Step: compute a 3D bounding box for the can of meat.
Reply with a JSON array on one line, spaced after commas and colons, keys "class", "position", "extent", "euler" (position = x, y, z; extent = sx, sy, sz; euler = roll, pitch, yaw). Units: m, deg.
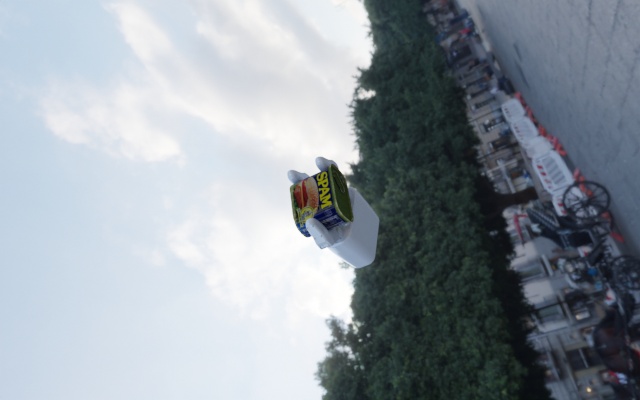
[{"class": "can of meat", "position": [0.000, 0.003, 0.786], "extent": [0.084, 0.102, 0.057], "euler": [-24, -37, 21]}]
